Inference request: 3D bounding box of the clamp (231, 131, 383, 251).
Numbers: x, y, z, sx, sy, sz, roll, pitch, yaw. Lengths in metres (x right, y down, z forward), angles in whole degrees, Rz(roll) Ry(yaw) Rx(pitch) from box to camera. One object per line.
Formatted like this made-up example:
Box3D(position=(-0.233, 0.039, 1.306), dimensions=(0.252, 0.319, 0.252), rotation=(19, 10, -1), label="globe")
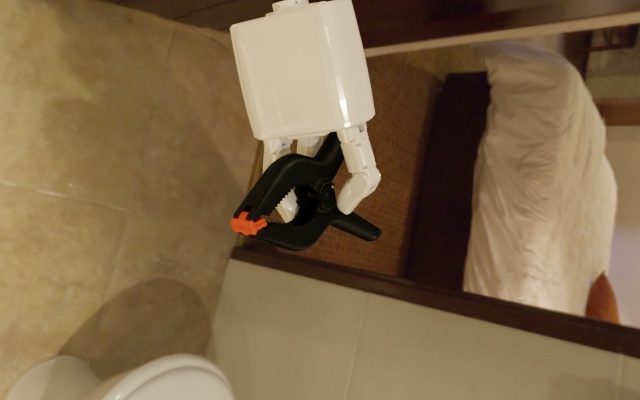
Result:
Box3D(position=(0.000, 0.002, 0.489), dimensions=(0.036, 0.165, 0.210), rotation=(4, 26, 40), label="clamp")
